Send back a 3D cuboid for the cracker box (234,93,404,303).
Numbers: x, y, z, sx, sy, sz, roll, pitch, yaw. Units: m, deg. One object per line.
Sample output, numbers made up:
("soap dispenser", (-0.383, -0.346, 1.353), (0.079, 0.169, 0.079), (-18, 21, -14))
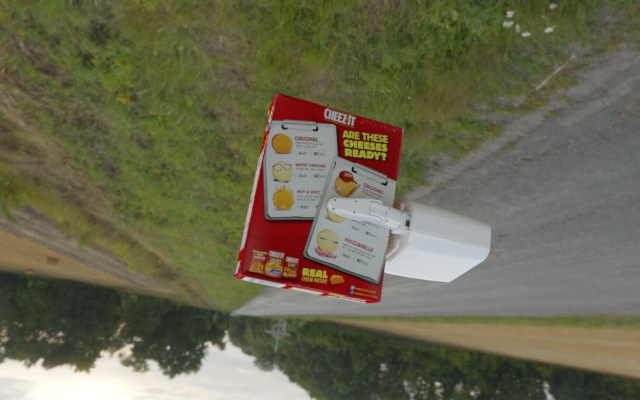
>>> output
("cracker box", (0.000, 0.002, 0.567), (0.164, 0.213, 0.072), (13, -16, -14))
